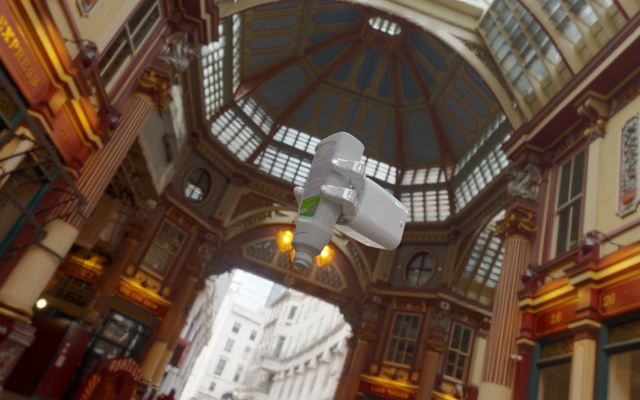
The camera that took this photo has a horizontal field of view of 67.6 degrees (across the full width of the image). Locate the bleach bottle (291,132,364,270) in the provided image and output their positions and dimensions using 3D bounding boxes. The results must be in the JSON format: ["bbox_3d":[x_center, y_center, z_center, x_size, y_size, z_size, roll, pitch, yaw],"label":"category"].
[{"bbox_3d":[0.000,0.003,0.837,0.068,0.250,0.102,33,-29,-24],"label":"bleach bottle"}]
